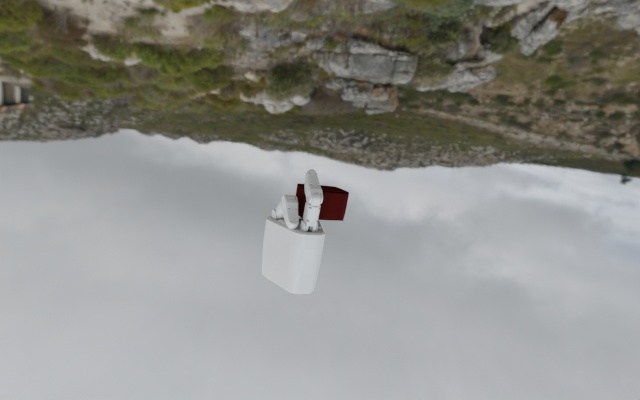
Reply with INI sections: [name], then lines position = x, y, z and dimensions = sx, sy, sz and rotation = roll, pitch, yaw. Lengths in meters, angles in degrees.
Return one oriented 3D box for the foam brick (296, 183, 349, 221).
[foam brick]
position = 0.000, 0.003, 0.819
dimensions = 0.078, 0.051, 0.053
rotation = 4, 11, -24
